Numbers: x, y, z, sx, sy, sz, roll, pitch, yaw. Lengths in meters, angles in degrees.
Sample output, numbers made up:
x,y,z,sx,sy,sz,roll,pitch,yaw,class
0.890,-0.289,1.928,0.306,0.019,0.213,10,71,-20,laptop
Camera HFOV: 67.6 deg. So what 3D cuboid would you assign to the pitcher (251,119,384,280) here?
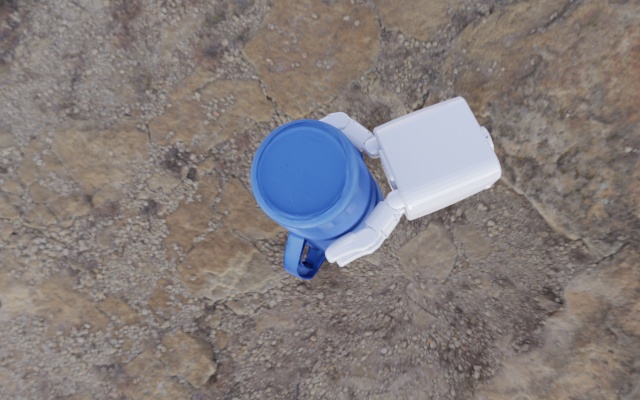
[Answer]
x,y,z,sx,sy,sz,roll,pitch,yaw,class
0.000,0.002,0.564,0.145,0.149,0.243,-22,-12,6,pitcher
